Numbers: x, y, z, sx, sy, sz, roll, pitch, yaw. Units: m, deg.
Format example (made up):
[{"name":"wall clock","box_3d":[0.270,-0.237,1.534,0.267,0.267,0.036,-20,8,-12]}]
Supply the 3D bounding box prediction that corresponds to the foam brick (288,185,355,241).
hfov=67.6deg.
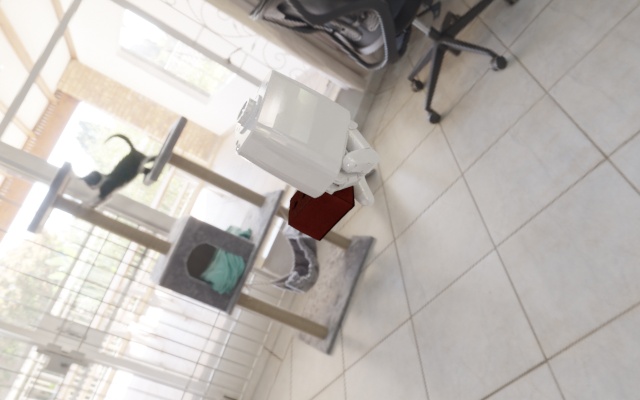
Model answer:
[{"name":"foam brick","box_3d":[0.000,0.002,0.603,0.051,0.053,0.078,26,-53,-22]}]
